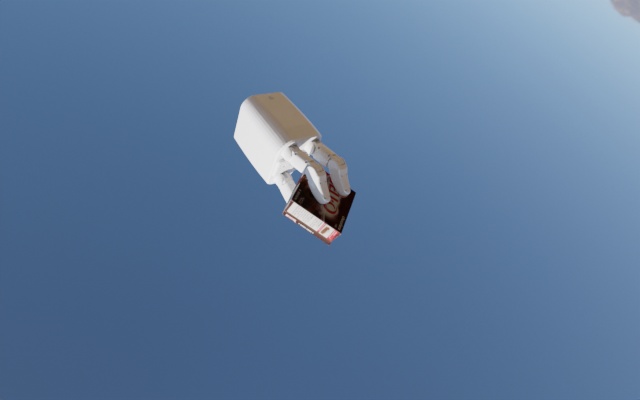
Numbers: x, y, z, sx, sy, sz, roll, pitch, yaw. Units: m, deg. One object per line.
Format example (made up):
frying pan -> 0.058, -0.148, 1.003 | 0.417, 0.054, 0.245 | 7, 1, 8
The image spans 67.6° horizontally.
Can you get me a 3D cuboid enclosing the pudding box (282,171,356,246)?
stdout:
pudding box -> 0.000, 0.002, 0.737 | 0.090, 0.039, 0.113 | 34, 40, -8
